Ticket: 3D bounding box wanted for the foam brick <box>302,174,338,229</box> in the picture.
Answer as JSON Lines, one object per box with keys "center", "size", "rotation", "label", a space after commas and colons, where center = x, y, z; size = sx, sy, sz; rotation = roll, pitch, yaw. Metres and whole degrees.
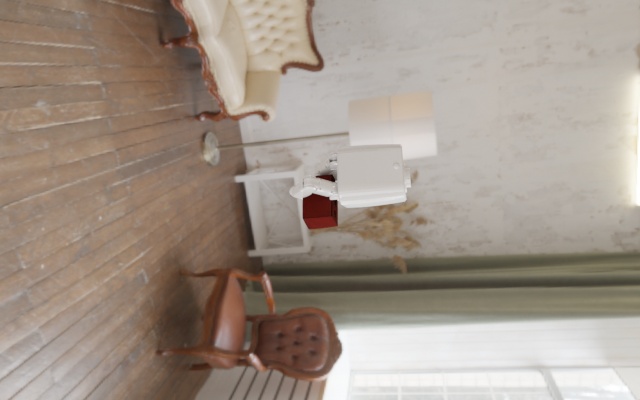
{"center": [0.000, 0.003, 0.801], "size": [0.051, 0.078, 0.053], "rotation": [-4, -22, 10], "label": "foam brick"}
